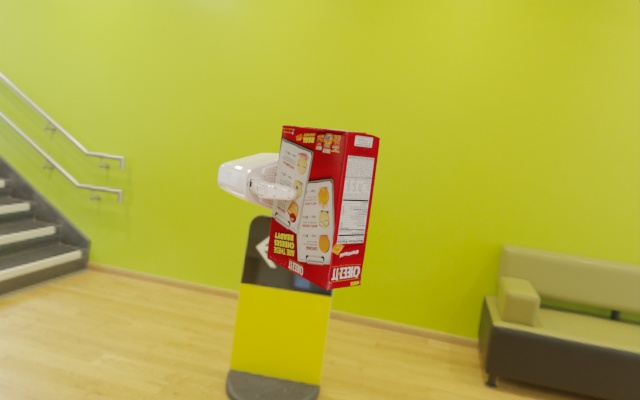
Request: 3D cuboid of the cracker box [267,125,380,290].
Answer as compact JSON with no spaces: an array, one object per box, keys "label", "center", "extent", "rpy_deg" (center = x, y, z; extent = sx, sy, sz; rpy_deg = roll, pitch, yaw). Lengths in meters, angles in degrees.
[{"label":"cracker box","center":[0.000,0.002,0.701],"extent":[0.072,0.214,0.164],"rpy_deg":[1,9,-36]}]
